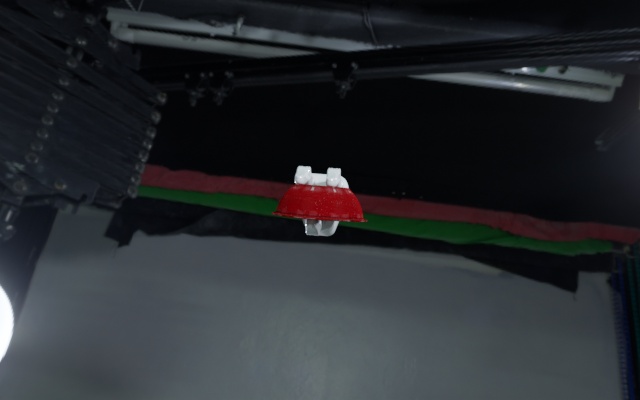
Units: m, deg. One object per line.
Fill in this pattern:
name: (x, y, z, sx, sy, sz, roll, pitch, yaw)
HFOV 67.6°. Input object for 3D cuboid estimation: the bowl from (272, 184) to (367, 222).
bowl: (0.000, 0.002, 0.806, 0.162, 0.055, 0.162, 5, 1, 0)
